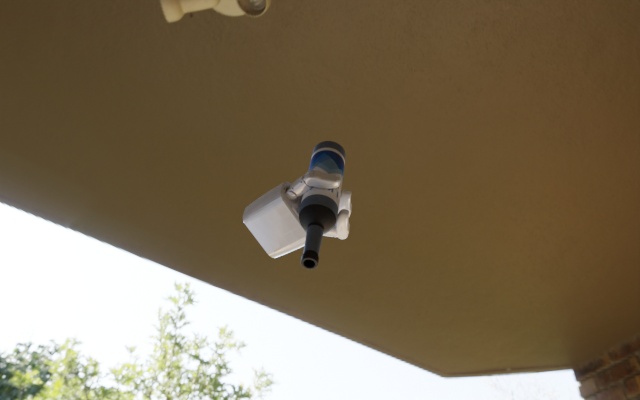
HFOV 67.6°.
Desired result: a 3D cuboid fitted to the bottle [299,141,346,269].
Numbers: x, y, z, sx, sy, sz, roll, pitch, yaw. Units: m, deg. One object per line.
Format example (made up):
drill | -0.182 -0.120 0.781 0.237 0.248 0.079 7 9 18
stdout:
bottle | 0.000 0.003 0.846 0.069 0.069 0.295 0 40 9
